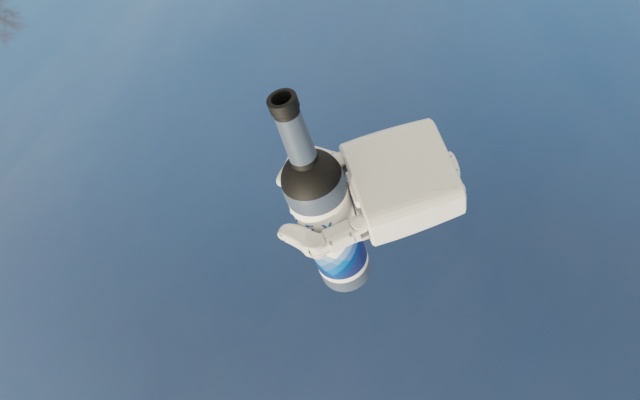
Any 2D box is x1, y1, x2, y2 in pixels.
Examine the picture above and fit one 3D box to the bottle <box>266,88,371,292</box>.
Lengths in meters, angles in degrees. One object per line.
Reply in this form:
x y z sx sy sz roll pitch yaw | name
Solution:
0.000 0.002 0.522 0.069 0.069 0.296 0 -38 17 | bottle
